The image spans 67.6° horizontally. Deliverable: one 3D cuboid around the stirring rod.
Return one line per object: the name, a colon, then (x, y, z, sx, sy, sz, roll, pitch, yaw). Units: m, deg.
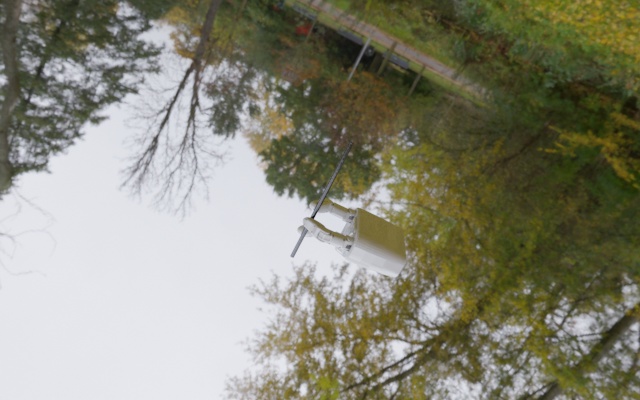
stirring rod: (0.000, 0.003, 0.856, 0.011, 0.239, 0.011, 25, 17, -8)
